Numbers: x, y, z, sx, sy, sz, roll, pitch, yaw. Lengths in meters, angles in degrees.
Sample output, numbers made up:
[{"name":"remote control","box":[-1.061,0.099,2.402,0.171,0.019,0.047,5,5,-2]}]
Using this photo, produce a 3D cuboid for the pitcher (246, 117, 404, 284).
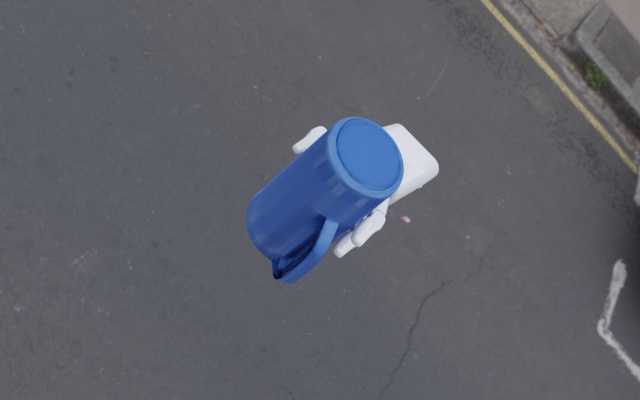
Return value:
[{"name":"pitcher","box":[0.000,0.002,0.643,0.145,0.149,0.243,-25,-9,-36]}]
